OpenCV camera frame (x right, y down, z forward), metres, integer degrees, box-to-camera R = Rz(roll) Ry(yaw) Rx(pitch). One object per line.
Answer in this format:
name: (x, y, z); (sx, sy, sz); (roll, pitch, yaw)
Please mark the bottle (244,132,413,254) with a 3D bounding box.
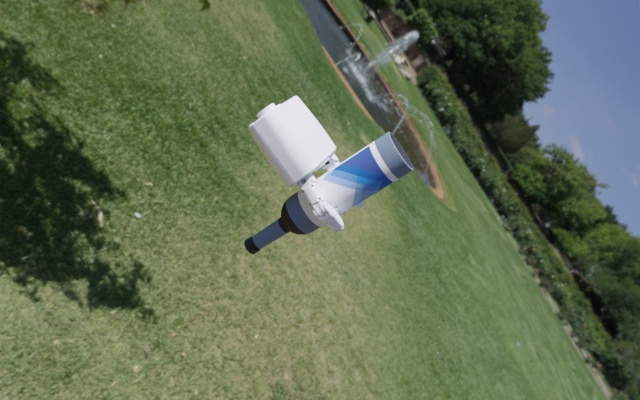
bottle: (0.000, 0.002, 0.743); (0.296, 0.069, 0.069); (-33, -12, 19)
